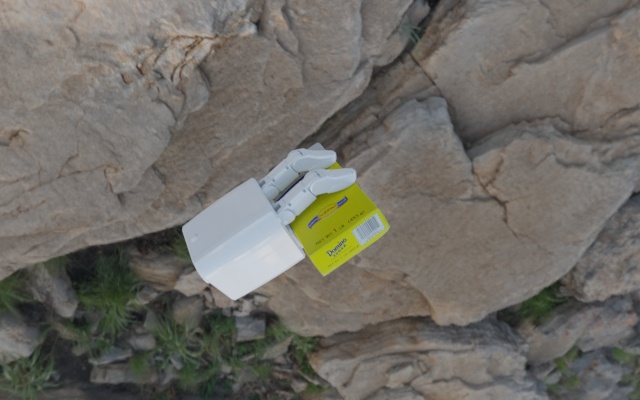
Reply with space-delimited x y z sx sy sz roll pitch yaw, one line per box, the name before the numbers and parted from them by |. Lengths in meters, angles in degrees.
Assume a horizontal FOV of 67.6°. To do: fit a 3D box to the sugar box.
sugar box | 0.000 0.002 0.581 0.093 0.048 0.176 -35 41 -3
